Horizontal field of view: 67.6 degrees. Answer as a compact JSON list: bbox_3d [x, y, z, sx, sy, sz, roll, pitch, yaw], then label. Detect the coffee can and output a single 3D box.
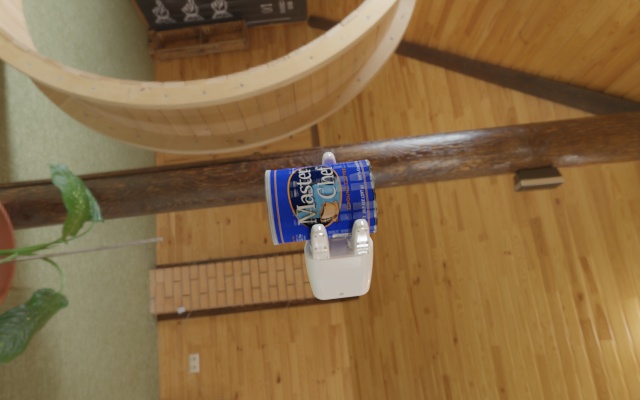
[{"bbox_3d":[0.000,0.002,0.655,0.140,0.103,0.103,-6,0,-1],"label":"coffee can"}]
